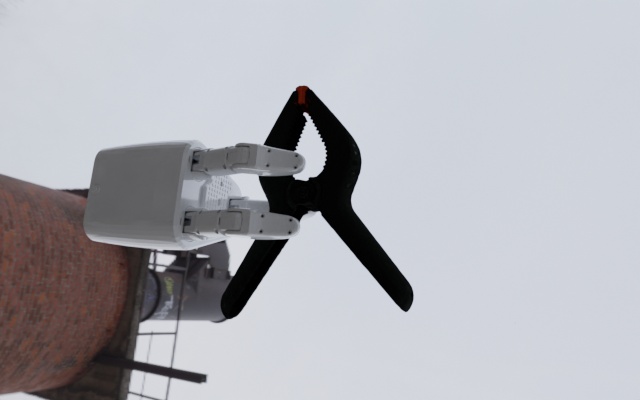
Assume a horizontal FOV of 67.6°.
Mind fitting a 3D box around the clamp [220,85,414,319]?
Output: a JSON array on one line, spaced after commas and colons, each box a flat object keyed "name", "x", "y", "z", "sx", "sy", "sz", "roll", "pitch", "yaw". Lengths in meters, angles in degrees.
[{"name": "clamp", "x": 0.000, "y": 0.001, "z": 0.413, "sx": 0.164, "sy": 0.210, "sz": 0.036, "roll": 1, "pitch": -13, "yaw": 17}]
